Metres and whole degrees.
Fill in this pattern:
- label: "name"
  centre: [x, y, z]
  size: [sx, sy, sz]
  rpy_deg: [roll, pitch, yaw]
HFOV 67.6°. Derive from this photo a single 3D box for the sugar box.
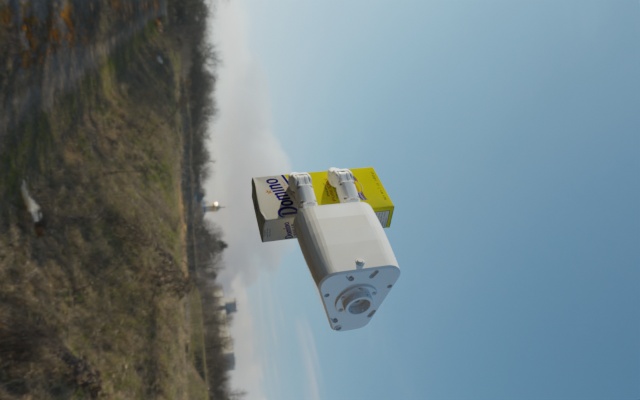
- label: "sugar box"
  centre: [0.000, 0.002, 0.647]
  size: [0.176, 0.048, 0.093]
  rpy_deg: [-5, 41, -16]
